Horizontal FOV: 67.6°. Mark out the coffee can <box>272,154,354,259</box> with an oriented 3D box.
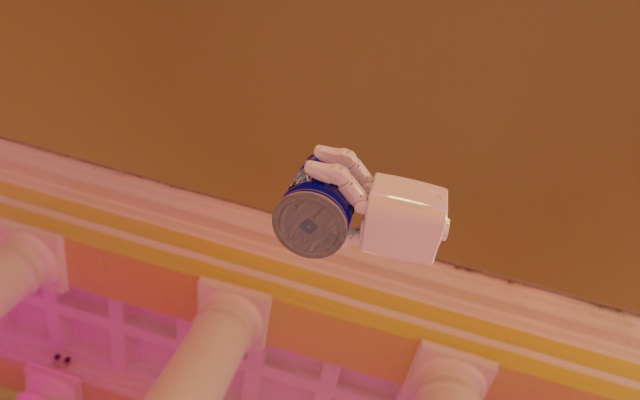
[{"bbox_3d":[0.000,0.002,0.689,0.103,0.103,0.140,0,29,15],"label":"coffee can"}]
